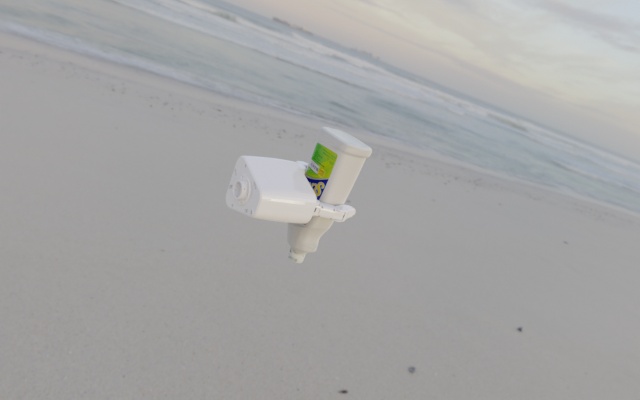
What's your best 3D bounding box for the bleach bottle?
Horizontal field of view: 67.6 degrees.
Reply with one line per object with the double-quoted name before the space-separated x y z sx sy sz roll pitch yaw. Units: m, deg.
"bleach bottle" 0.000 0.003 0.851 0.068 0.251 0.102 6 23 -39
